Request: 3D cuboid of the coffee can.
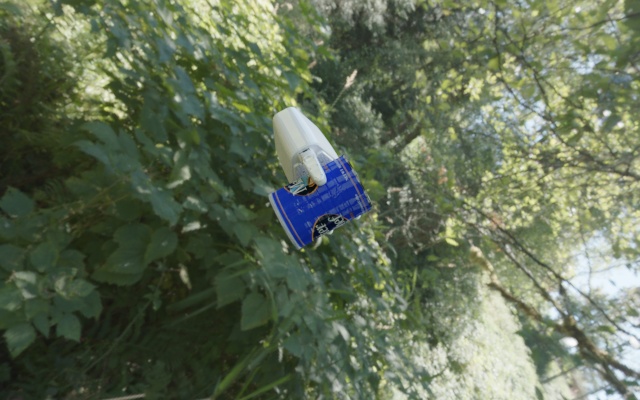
[{"bbox_3d":[0.000,0.003,0.781,0.140,0.103,0.103,-28,0,0],"label":"coffee can"}]
